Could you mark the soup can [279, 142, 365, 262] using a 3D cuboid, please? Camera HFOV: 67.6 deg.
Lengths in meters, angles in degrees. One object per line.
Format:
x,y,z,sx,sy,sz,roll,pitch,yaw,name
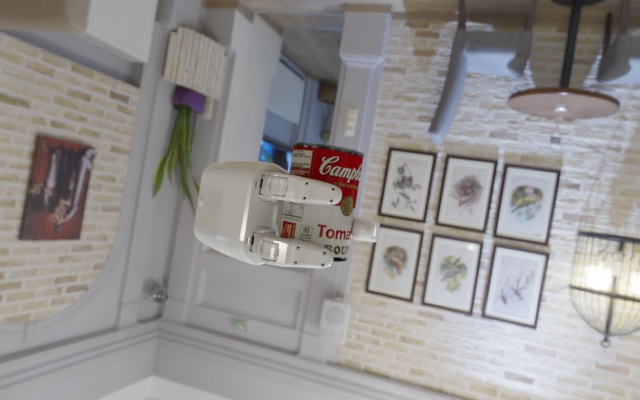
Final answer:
0.000,0.002,0.450,0.068,0.102,0.068,9,0,0,soup can
